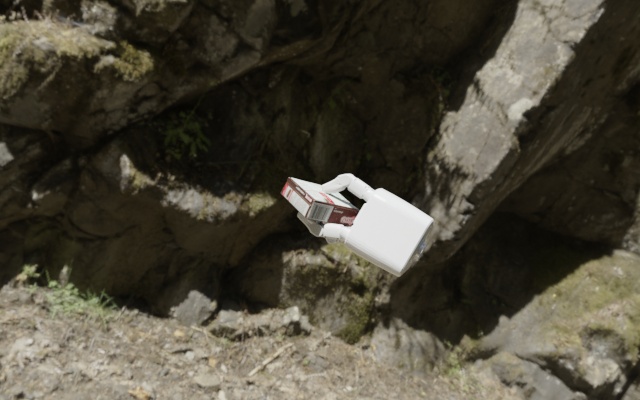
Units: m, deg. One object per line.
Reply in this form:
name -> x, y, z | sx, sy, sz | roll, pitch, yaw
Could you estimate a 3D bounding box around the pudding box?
pudding box -> 0.000, 0.003, 0.841 | 0.113, 0.039, 0.090 | 14, 19, -42
